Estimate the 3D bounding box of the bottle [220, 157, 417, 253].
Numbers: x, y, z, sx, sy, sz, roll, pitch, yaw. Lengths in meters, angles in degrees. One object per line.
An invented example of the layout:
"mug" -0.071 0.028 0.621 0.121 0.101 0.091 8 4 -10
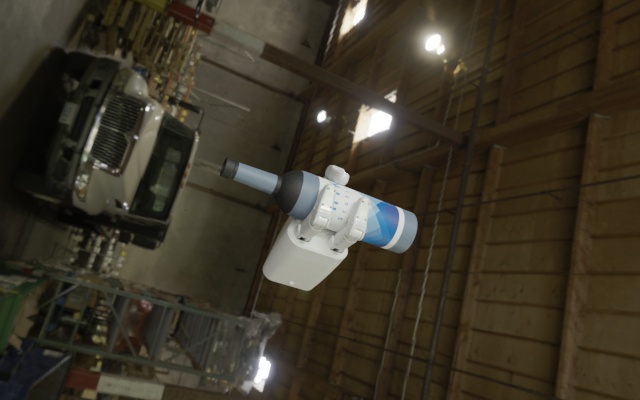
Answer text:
"bottle" 0.000 0.002 0.688 0.296 0.069 0.069 20 -7 -20
